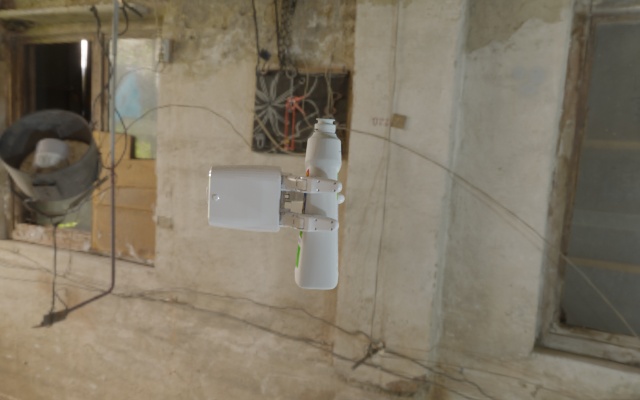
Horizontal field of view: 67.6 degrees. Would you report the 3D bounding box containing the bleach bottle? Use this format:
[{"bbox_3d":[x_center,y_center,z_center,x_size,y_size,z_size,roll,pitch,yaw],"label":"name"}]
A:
[{"bbox_3d":[0.000,0.002,0.734,0.068,0.251,0.102,3,6,-3],"label":"bleach bottle"}]
